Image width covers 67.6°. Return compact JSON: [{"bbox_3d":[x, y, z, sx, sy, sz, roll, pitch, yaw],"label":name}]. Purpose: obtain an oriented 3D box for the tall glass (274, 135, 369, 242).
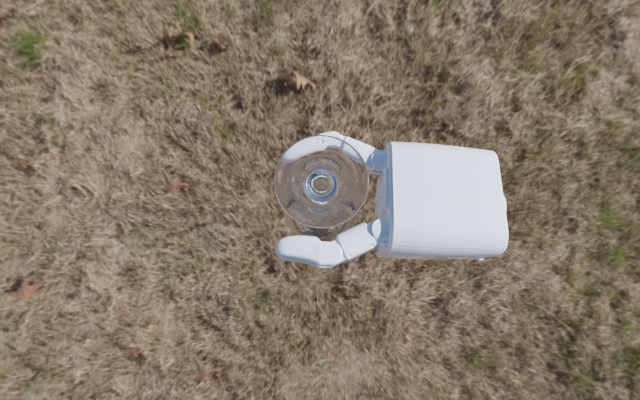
[{"bbox_3d":[0.000,0.001,0.468,0.079,0.079,0.201,0,-10,-1],"label":"tall glass"}]
